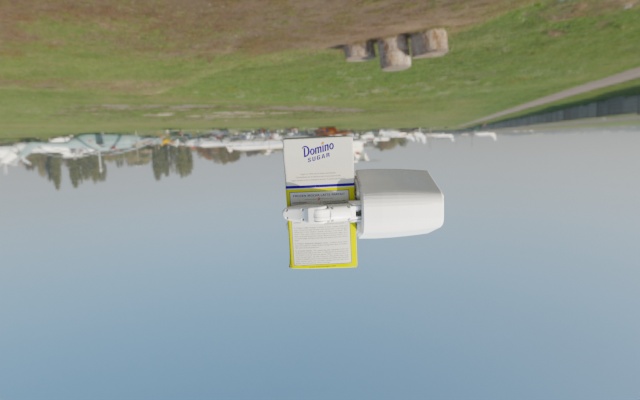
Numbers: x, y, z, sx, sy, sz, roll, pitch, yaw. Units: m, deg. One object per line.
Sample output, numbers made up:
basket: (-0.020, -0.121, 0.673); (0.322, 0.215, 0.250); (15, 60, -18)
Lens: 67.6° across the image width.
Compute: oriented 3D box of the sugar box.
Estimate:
sugar box: (0.000, 0.002, 0.645); (0.093, 0.176, 0.048); (-2, 7, 0)
